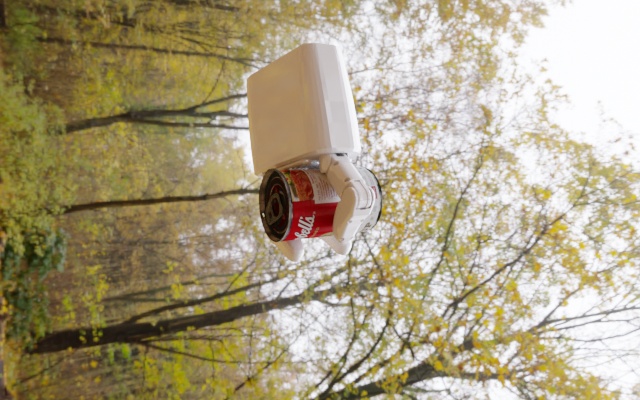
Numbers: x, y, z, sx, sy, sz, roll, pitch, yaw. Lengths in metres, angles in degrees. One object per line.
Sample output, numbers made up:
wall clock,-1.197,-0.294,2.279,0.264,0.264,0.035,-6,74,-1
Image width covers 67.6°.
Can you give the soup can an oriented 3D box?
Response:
soup can,0.000,0.002,0.462,0.102,0.068,0.068,-4,2,-30
